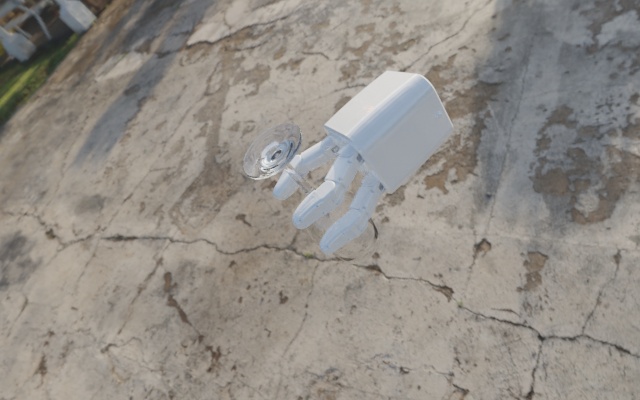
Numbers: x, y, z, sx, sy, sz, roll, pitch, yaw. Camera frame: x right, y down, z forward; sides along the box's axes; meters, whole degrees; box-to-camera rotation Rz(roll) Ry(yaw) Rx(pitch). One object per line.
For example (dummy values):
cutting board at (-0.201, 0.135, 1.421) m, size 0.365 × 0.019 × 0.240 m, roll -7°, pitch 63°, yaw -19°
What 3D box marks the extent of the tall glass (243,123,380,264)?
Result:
tall glass at (0.000, 0.002, 0.562) m, size 0.079 × 0.079 × 0.201 m, roll 0°, pitch -34°, yaw 37°
